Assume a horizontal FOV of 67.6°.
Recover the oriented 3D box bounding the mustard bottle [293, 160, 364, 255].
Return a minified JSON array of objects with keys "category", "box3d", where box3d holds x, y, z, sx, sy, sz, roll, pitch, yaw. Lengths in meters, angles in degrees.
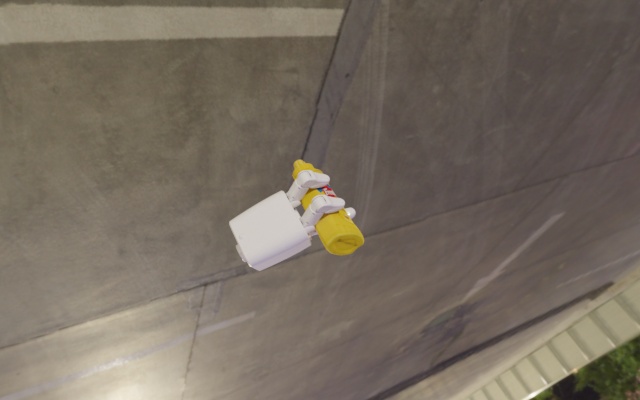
[{"category":"mustard bottle","box3d":[0.001,0.003,0.830,0.058,0.191,0.096,-41,-31,17]}]
